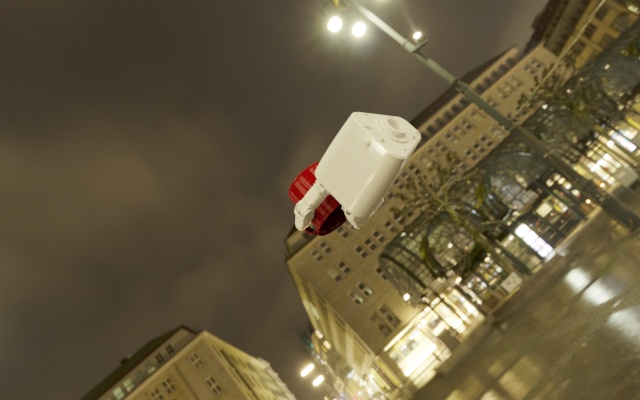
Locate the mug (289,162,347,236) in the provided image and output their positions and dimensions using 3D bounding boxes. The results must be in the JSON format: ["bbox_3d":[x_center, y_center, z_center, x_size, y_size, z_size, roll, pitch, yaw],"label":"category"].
[{"bbox_3d":[-0.001,0.003,0.745,0.093,0.081,0.117,-21,-29,-48],"label":"mug"}]
